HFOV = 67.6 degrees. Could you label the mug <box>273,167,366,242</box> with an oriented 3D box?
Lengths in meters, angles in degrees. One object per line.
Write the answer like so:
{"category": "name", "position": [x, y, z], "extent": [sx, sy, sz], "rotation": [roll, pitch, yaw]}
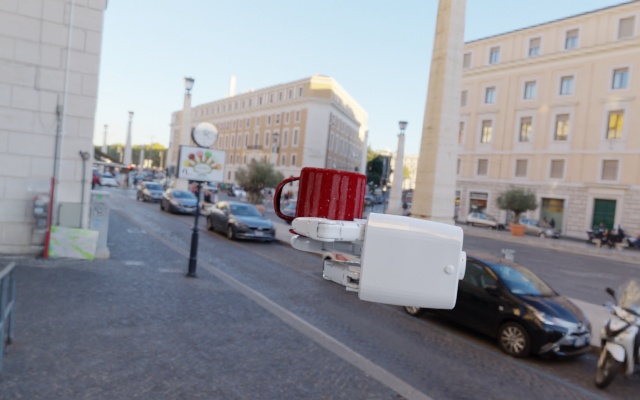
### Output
{"category": "mug", "position": [-0.001, 0.002, 0.588], "extent": [0.117, 0.081, 0.093], "rotation": [7, 2, 9]}
